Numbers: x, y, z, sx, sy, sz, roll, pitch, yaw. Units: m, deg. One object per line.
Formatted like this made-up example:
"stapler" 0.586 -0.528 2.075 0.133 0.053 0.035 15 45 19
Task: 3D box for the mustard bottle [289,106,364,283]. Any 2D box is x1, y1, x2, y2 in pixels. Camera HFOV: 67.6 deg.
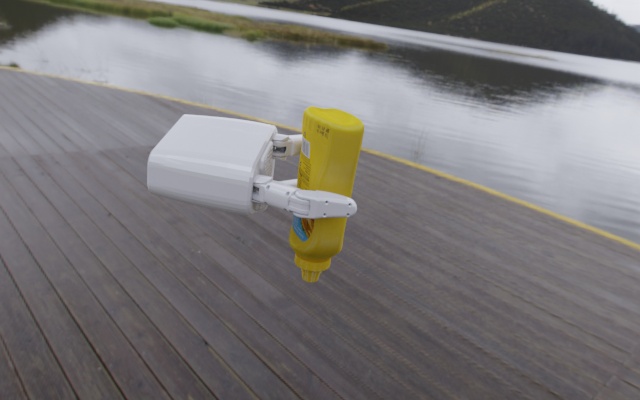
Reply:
"mustard bottle" 0.000 0.001 0.515 0.058 0.192 0.096 1 21 -19
